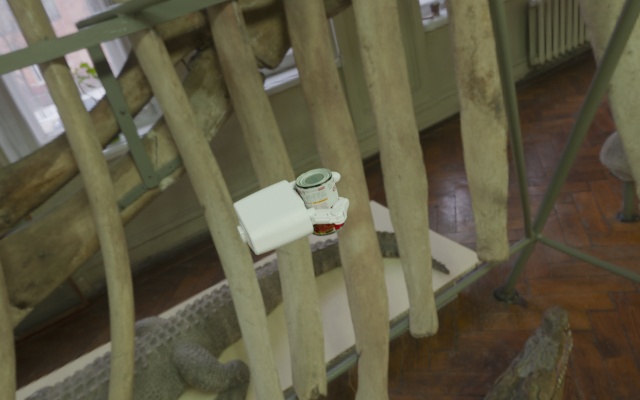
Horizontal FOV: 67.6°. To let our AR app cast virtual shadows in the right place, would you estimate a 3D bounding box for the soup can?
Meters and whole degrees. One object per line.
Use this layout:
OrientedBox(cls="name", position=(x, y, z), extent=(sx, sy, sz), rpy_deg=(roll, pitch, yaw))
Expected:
OrientedBox(cls="soup can", position=(0.001, 0.002, 0.850), extent=(0.068, 0.102, 0.068), rpy_deg=(-13, 28, 7))
